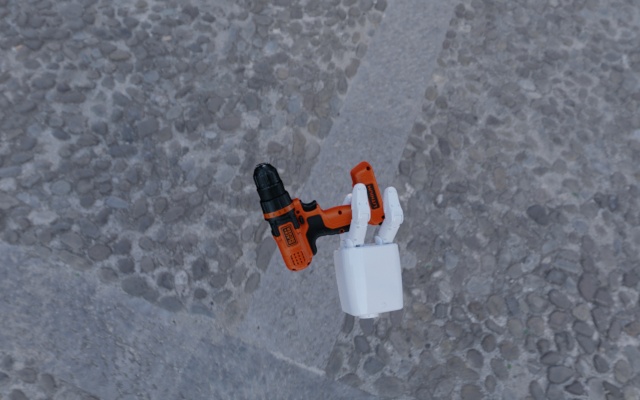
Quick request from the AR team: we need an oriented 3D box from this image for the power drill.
[{"bbox_3d":[0.001,0.003,0.772,0.187,0.184,0.057,-21,15,-4],"label":"power drill"}]
